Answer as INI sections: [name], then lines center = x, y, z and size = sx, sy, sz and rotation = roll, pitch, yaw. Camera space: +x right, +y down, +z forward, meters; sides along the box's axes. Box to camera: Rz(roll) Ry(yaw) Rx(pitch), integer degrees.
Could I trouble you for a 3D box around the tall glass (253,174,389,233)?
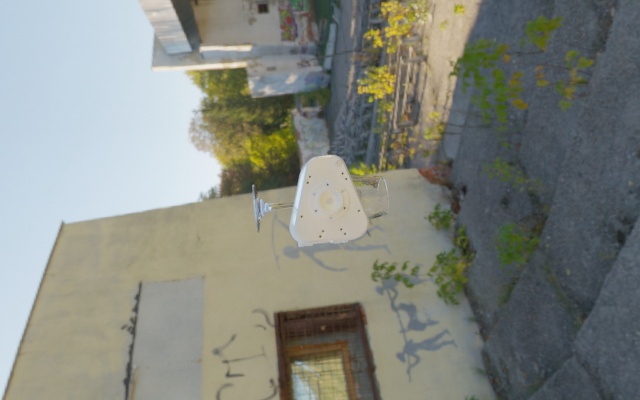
[tall glass]
center = -0.001, 0.002, 0.734
size = 0.201, 0.079, 0.079
rotation = -6, 0, -5
